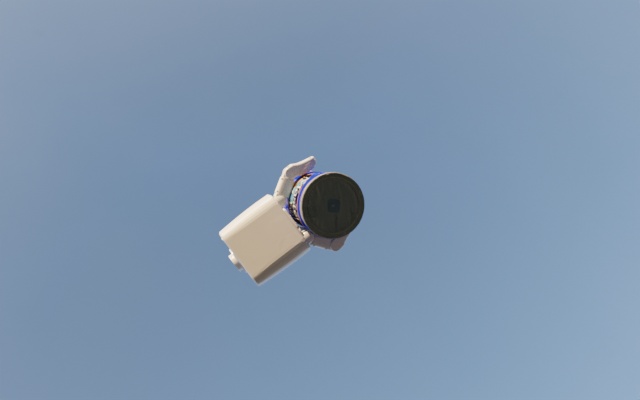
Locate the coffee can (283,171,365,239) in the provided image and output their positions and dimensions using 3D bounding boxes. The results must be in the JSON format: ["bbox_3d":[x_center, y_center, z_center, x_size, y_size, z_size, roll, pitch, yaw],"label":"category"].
[{"bbox_3d":[0.000,0.002,0.794,0.103,0.103,0.140,0,5,-17],"label":"coffee can"}]
